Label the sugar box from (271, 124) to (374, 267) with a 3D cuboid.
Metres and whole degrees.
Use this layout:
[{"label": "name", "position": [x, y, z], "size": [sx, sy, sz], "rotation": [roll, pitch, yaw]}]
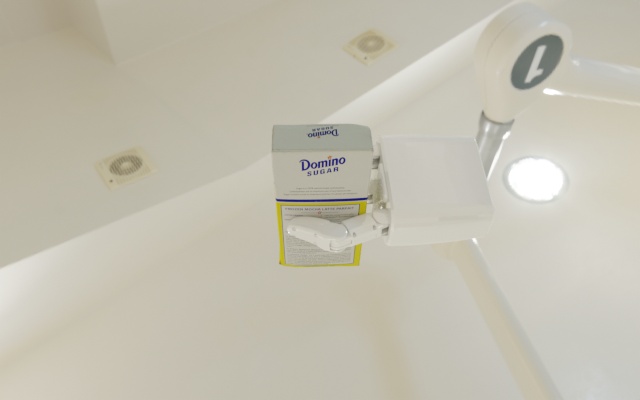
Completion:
[{"label": "sugar box", "position": [0.000, 0.001, 0.493], "size": [0.093, 0.176, 0.048], "rotation": [0, 45, -3]}]
